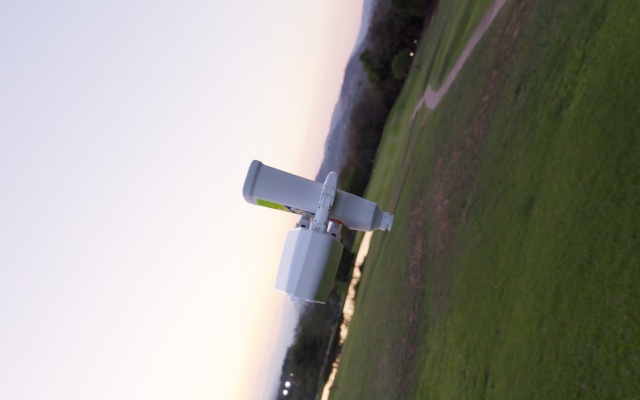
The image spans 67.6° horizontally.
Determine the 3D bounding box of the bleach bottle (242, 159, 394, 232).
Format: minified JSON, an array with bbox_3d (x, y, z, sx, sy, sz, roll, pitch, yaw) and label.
[{"bbox_3d":[0.000,0.003,0.803,0.251,0.068,0.102,16,-12,1],"label":"bleach bottle"}]
